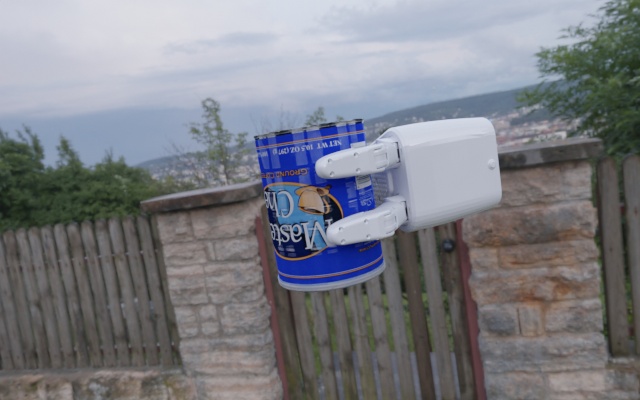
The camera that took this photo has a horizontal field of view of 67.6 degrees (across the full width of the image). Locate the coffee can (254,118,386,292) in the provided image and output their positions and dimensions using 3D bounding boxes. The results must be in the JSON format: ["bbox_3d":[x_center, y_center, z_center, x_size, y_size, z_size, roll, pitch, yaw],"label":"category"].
[{"bbox_3d":[0.000,0.002,0.446,0.103,0.140,0.103,-9,8,1],"label":"coffee can"}]
